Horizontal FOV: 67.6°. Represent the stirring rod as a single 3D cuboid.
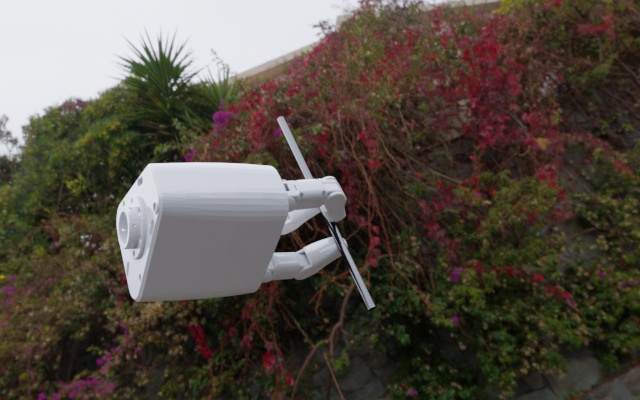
[{"bbox_3d":[0.000,0.002,0.479,0.011,0.239,0.011,-19,-31,-12],"label":"stirring rod"}]
